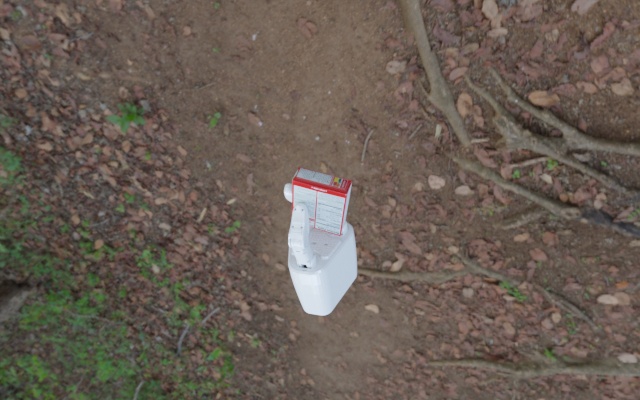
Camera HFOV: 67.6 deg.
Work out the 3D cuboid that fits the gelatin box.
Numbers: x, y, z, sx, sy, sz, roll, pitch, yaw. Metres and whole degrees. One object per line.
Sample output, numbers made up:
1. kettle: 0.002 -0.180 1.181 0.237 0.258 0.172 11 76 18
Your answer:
1. gelatin box: 0.000 0.002 0.639 0.073 0.030 0.089 15 -40 9
